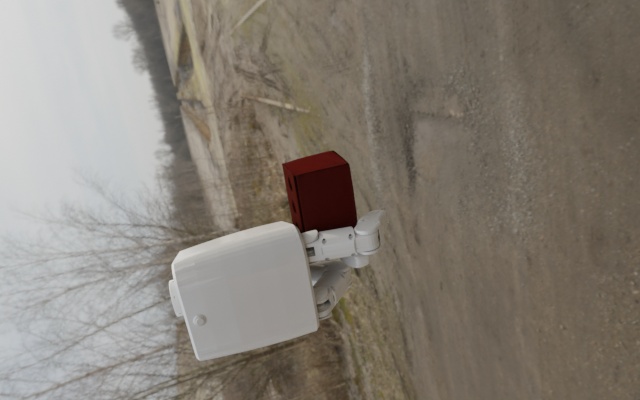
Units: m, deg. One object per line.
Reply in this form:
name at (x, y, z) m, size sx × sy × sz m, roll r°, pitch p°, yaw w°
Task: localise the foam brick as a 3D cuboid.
foam brick at (0.000, 0.001, 0.433) m, size 0.051 × 0.078 × 0.053 m, roll -13°, pitch 19°, yaw -10°
